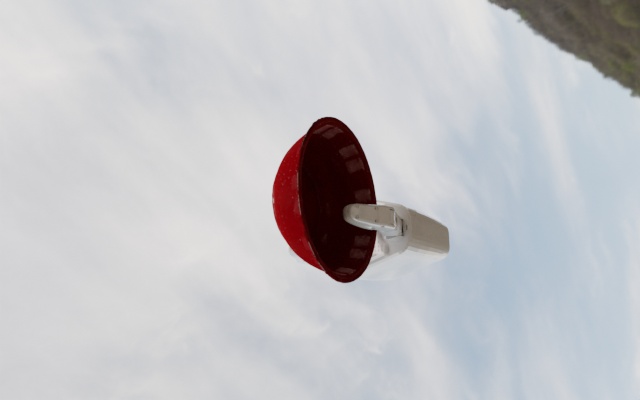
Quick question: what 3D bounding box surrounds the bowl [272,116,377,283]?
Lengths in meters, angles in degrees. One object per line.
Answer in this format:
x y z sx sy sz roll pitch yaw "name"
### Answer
-0.001 0.001 0.475 0.055 0.162 0.162 -7 -4 29 "bowl"
